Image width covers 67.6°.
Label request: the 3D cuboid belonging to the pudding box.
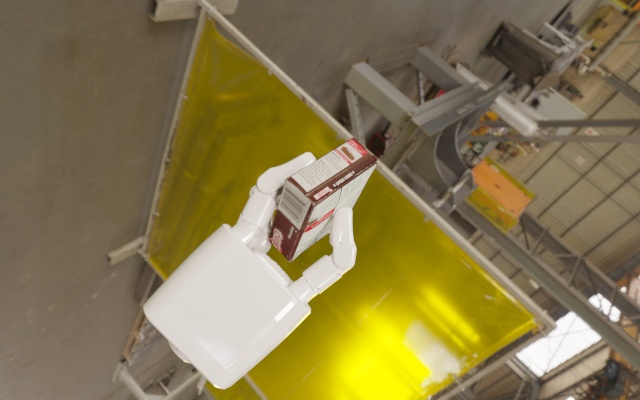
[{"bbox_3d":[0.000,0.002,0.469,0.090,0.039,0.114,-35,-17,-32],"label":"pudding box"}]
